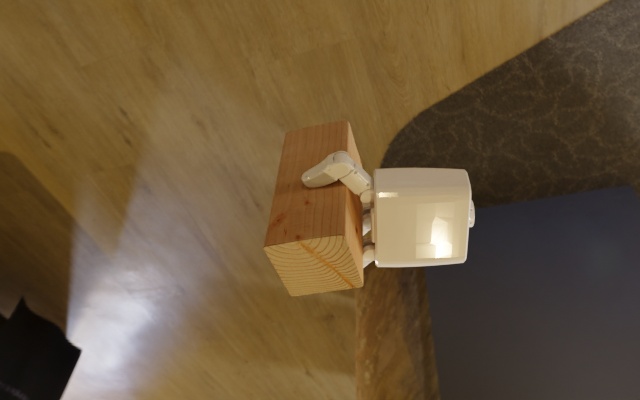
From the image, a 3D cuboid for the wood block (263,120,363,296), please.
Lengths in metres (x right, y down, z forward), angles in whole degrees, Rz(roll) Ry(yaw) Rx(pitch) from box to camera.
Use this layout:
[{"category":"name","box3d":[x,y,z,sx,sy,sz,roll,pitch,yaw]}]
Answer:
[{"category":"wood block","box3d":[0.000,0.002,0.588,0.090,0.091,0.206,-10,41,14]}]
